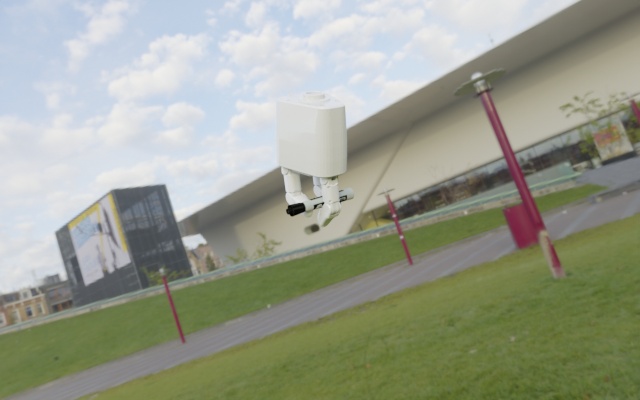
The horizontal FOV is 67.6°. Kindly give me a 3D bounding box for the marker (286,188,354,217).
[{"bbox_3d":[0.000,0.002,0.746,0.121,0.020,0.020,-16,8,-31],"label":"marker"}]
